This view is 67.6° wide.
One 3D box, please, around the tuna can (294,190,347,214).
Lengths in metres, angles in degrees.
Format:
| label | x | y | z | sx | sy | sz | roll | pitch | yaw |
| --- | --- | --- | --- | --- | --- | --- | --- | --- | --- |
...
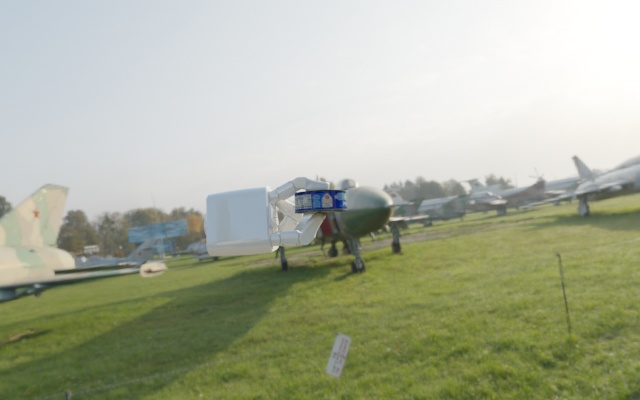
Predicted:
| label | x | y | z | sx | sy | sz | roll | pitch | yaw |
| --- | --- | --- | --- | --- | --- | --- | --- | --- | --- |
| tuna can | 0.000 | 0.002 | 0.776 | 0.086 | 0.034 | 0.086 | -3 | -3 | 0 |
